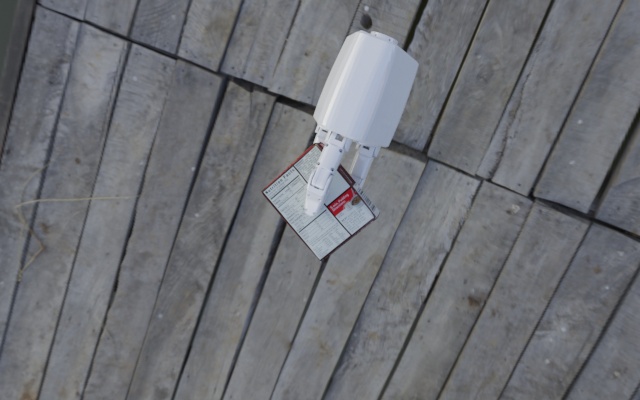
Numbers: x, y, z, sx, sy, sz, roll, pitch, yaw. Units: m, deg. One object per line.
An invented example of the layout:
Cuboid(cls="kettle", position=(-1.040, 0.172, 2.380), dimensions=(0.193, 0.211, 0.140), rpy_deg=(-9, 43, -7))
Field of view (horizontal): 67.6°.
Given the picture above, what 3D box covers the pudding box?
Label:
Cuboid(cls="pudding box", position=(0.000, 0.002, 0.563), dimensions=(0.090, 0.113, 0.039), rpy_deg=(-40, -1, 14))
